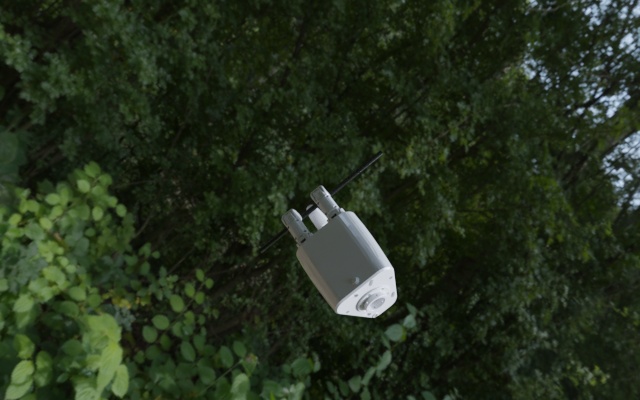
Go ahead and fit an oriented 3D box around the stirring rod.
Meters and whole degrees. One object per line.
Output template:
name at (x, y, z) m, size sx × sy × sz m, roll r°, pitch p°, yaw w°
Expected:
stirring rod at (0.000, 0.003, 0.732) m, size 0.239 × 0.011 × 0.011 m, roll -39°, pitch -3°, yaw 3°
